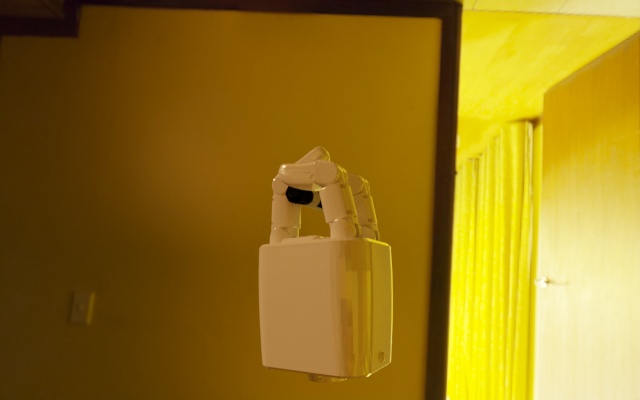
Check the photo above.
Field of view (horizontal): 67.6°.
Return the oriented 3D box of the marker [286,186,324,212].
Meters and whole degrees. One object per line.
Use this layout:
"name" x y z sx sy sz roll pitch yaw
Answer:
"marker" 0.000 0.001 0.469 0.020 0.020 0.121 0 -9 24
